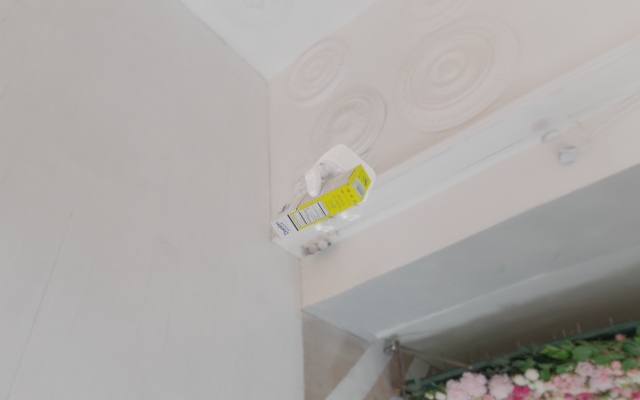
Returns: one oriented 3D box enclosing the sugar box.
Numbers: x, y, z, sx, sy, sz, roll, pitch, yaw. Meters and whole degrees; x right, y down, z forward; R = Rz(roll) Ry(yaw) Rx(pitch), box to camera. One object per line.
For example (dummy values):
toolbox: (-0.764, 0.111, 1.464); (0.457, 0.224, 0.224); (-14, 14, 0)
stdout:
sugar box: (0.001, 0.003, 0.859); (0.176, 0.048, 0.093); (-29, 13, 27)
